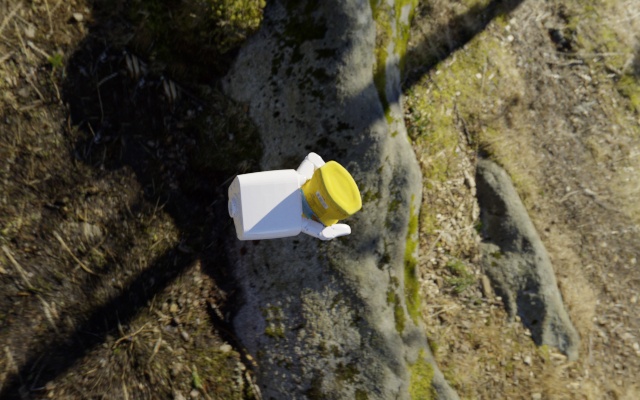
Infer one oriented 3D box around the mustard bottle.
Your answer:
[{"bbox_3d":[0.001,0.003,0.866,0.058,0.096,0.192,-33,-1,-26],"label":"mustard bottle"}]
